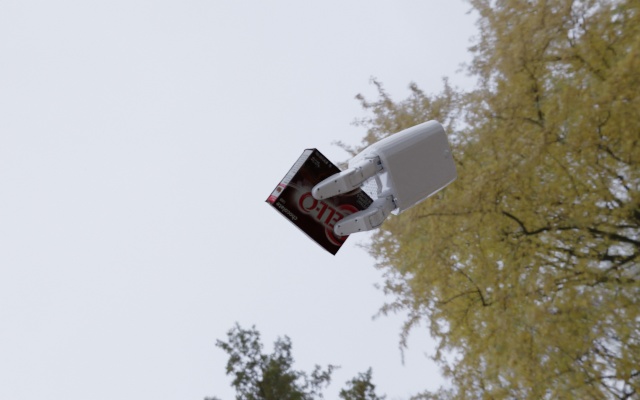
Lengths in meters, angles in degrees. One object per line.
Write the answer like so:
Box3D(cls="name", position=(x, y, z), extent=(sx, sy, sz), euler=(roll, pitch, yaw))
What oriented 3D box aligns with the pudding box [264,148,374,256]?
Box3D(cls="pudding box", position=(0.000, 0.002, 0.606), extent=(0.113, 0.090, 0.039), euler=(40, -10, -21))
